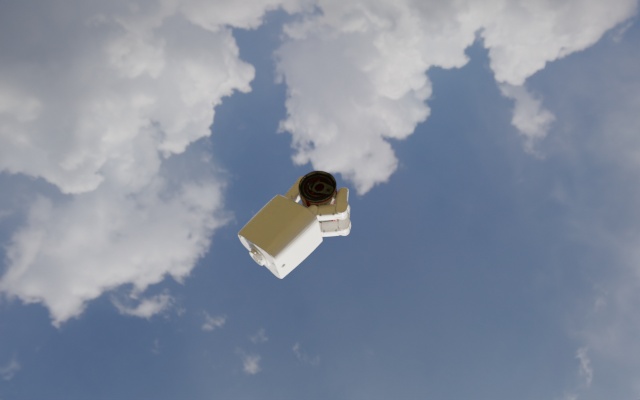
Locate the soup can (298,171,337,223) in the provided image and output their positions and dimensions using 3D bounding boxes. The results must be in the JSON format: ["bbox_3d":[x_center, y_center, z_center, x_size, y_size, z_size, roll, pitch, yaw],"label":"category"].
[{"bbox_3d":[0.000,0.003,0.881,0.068,0.068,0.102,0,-35,8],"label":"soup can"}]
